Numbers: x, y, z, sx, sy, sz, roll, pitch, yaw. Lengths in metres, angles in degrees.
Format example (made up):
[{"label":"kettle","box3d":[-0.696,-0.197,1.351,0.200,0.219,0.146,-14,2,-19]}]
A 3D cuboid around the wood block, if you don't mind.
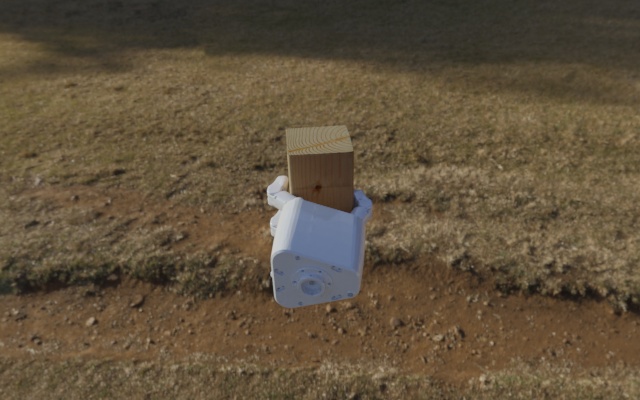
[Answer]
[{"label":"wood block","box3d":[0.000,0.002,0.716,0.091,0.206,0.090,-4,33,-3]}]
